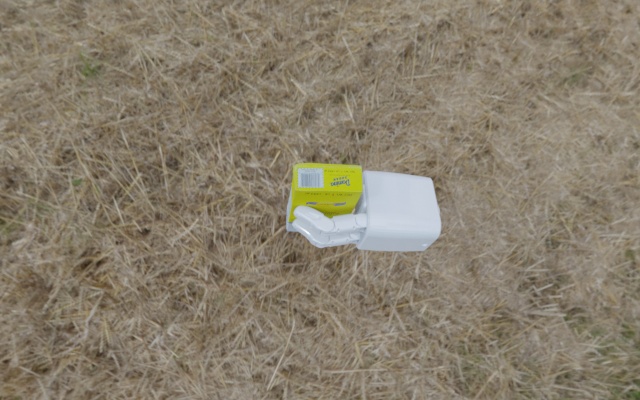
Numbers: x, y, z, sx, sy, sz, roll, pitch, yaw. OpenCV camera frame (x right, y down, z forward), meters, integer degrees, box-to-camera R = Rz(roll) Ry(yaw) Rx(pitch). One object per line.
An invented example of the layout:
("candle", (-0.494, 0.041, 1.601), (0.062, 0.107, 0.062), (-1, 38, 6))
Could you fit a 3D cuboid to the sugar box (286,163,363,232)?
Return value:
("sugar box", (0.000, 0.003, 0.705), (0.093, 0.048, 0.176), (2, -24, -6))
